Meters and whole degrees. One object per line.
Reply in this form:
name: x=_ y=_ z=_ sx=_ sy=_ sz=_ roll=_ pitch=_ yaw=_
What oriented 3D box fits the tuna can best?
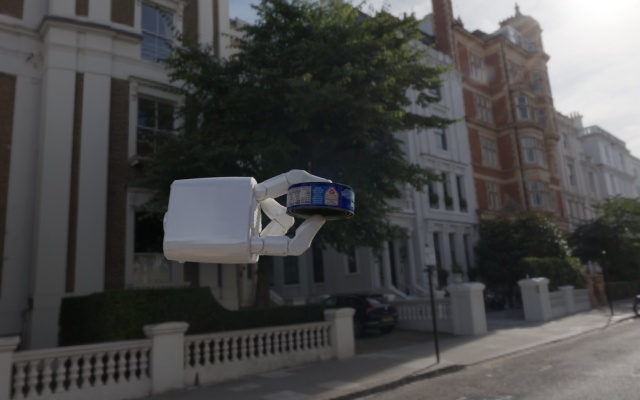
tuna can: x=0.000 y=0.001 z=0.599 sx=0.086 sy=0.033 sz=0.086 roll=2 pitch=-11 yaw=0
